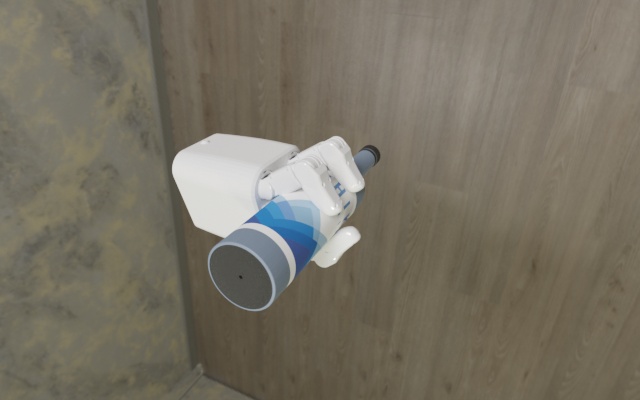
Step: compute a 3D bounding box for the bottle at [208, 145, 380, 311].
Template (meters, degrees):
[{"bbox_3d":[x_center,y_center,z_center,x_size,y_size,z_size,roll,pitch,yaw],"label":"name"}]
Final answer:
[{"bbox_3d":[0.000,0.002,0.505,0.069,0.069,0.295,0,25,29],"label":"bottle"}]
